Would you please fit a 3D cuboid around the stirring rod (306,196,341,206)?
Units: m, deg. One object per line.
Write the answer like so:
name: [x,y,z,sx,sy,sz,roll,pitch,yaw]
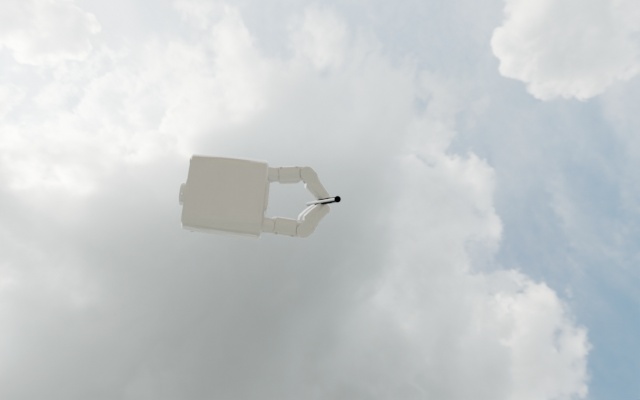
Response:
stirring rod: [0.000,0.002,0.671,0.011,0.011,0.239,0,-2,-9]
